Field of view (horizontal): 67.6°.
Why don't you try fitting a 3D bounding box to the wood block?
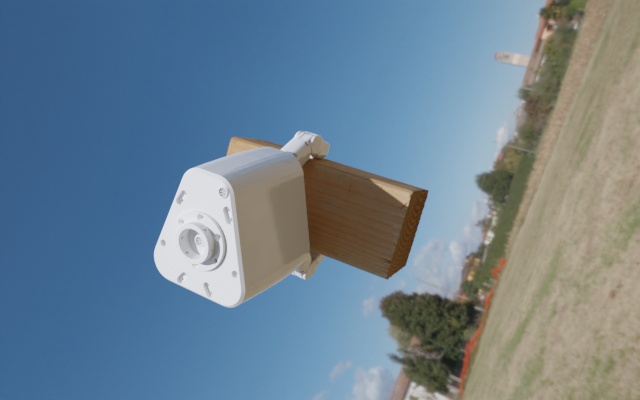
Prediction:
[{"bbox_3d":[0.000,0.001,0.523,0.206,0.091,0.090,19,9,21],"label":"wood block"}]
